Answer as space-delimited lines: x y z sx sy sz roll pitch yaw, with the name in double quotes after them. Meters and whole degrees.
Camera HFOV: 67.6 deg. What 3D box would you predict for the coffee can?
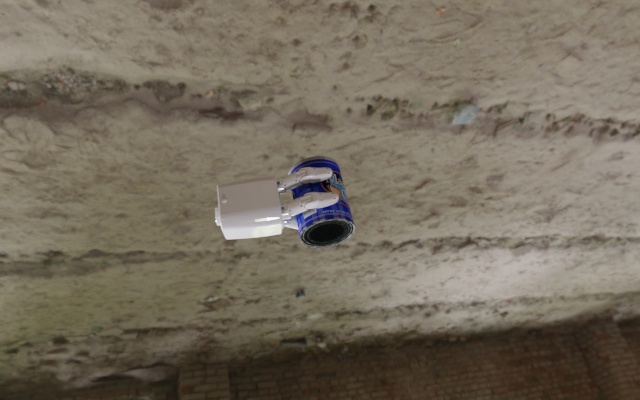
0.000 0.003 0.895 0.103 0.140 0.103 -9 -32 -6 "coffee can"
